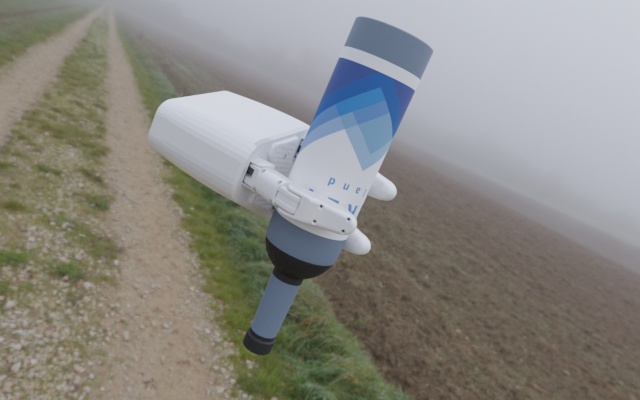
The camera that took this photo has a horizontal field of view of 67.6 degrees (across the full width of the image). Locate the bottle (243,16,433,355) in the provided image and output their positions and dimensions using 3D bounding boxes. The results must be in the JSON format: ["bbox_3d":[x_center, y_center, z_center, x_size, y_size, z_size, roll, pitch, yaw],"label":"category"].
[{"bbox_3d":[0.000,0.001,0.405,0.069,0.296,0.069,23,12,-5],"label":"bottle"}]
